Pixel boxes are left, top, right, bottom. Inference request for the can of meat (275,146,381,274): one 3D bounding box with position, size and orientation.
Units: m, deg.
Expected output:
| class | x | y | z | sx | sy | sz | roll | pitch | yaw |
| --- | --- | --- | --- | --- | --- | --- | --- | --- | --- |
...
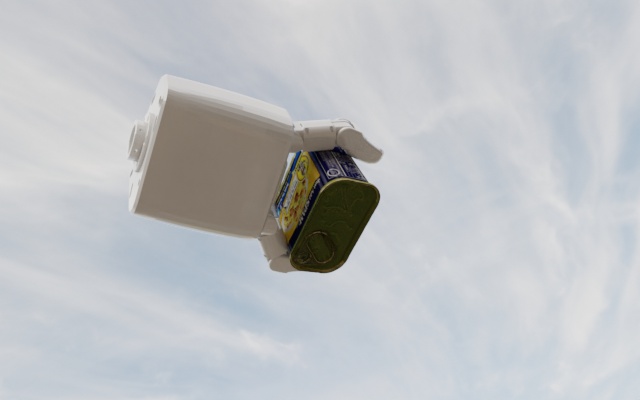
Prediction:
| class | x | y | z | sx | sy | sz | roll | pitch | yaw |
| --- | --- | --- | --- | --- | --- | --- | --- | --- | --- |
| can of meat | 0.000 | 0.001 | 0.443 | 0.057 | 0.102 | 0.084 | 10 | 31 | -27 |
